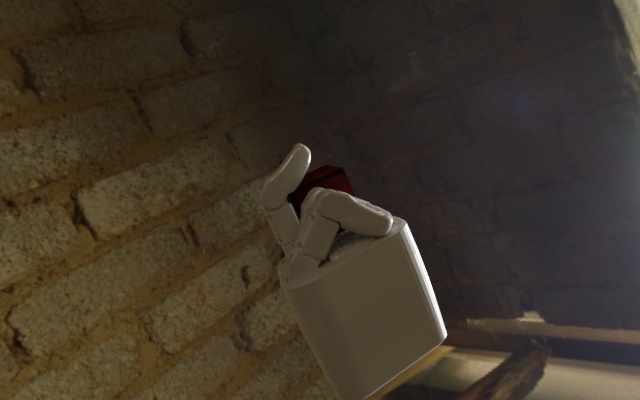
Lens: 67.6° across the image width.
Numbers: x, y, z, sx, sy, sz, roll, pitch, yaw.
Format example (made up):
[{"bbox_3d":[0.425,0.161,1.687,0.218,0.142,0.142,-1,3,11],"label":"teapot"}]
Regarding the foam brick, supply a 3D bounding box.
[{"bbox_3d":[0.000,0.001,0.437,0.053,0.051,0.078,-25,9,-5],"label":"foam brick"}]
